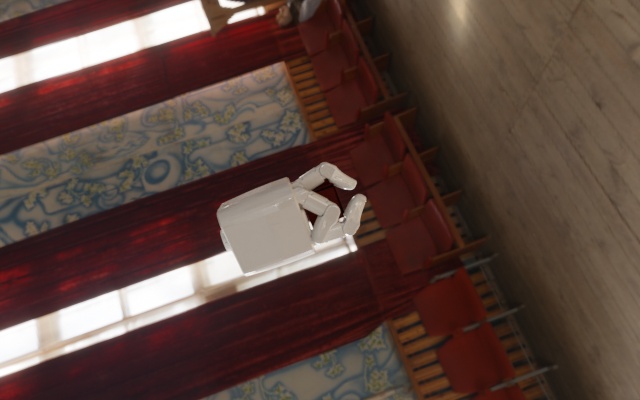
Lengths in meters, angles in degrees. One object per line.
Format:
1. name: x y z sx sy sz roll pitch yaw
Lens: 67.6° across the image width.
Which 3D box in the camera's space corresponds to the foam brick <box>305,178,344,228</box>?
1. foam brick: 0.000 0.002 0.714 0.051 0.053 0.078 -22 11 -2
